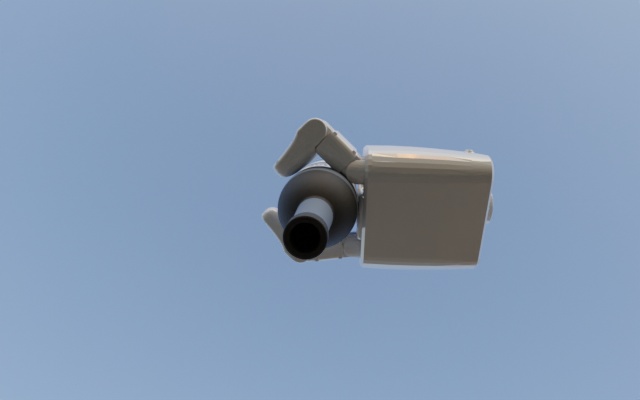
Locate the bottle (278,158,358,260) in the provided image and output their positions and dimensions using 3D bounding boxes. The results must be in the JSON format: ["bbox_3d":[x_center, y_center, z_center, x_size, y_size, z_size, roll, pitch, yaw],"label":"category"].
[{"bbox_3d":[0.000,0.001,0.430,0.069,0.069,0.295,0,8,4],"label":"bottle"}]
